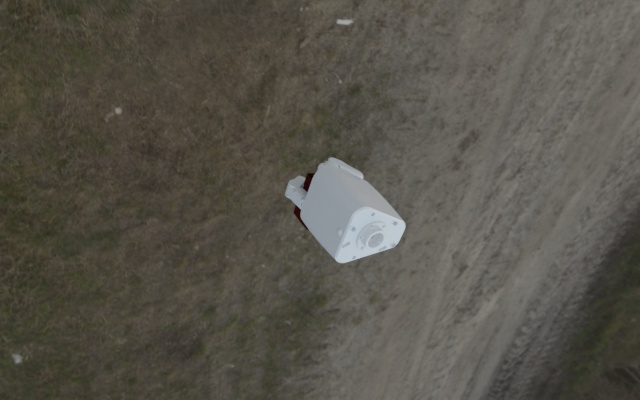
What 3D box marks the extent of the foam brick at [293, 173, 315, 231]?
[{"bbox_3d":[0.000,0.003,0.753,0.053,0.078,0.051,0,32,-35],"label":"foam brick"}]
